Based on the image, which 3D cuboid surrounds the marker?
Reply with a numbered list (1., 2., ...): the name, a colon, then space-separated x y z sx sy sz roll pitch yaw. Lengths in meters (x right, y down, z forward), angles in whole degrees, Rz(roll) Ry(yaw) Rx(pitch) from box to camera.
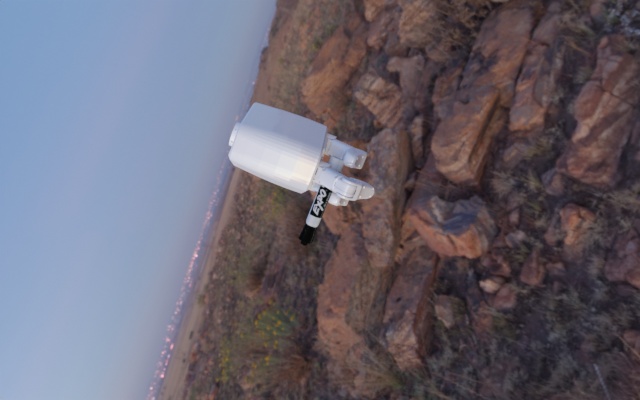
1. marker: 0.000 0.002 0.606 0.020 0.121 0.020 21 12 -5
